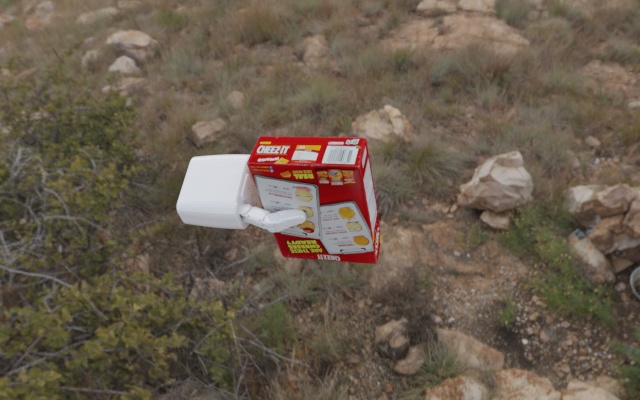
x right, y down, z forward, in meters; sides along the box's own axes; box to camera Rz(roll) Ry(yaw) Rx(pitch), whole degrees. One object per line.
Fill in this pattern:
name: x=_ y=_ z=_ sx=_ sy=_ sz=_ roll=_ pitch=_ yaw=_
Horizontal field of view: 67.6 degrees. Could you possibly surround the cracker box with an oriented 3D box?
cracker box: x=0.000 y=0.002 z=0.729 sx=0.164 sy=0.072 sz=0.214 roll=2 pitch=-43 yaw=17
